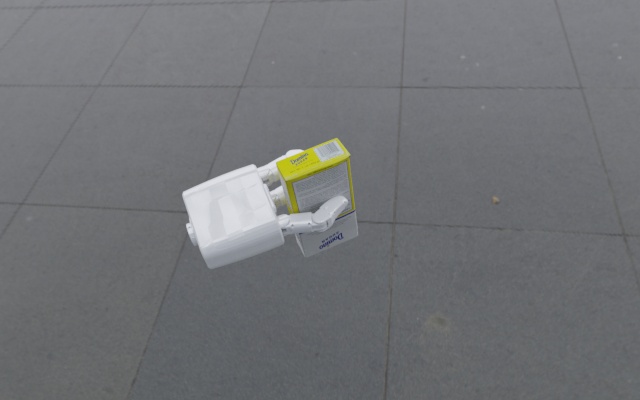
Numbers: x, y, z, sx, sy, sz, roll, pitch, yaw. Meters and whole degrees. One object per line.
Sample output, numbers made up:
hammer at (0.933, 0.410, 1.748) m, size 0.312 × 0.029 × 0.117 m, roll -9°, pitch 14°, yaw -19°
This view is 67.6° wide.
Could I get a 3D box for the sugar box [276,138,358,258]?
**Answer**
sugar box at (0.000, 0.002, 0.681) m, size 0.093 × 0.048 × 0.176 m, roll -22°, pitch -38°, yaw -10°
